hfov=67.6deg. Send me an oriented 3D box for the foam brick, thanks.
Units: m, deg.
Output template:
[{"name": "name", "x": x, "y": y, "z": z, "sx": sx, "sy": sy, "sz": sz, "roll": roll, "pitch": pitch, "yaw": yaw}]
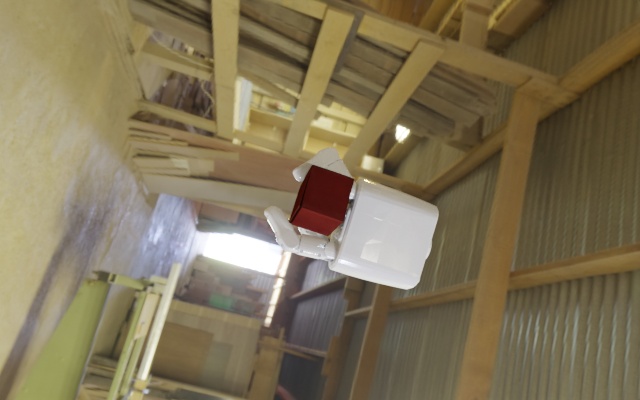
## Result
[{"name": "foam brick", "x": 0.000, "y": 0.002, "z": 0.547, "sx": 0.051, "sy": 0.053, "sz": 0.078, "roll": 19, "pitch": -19, "yaw": -6}]
